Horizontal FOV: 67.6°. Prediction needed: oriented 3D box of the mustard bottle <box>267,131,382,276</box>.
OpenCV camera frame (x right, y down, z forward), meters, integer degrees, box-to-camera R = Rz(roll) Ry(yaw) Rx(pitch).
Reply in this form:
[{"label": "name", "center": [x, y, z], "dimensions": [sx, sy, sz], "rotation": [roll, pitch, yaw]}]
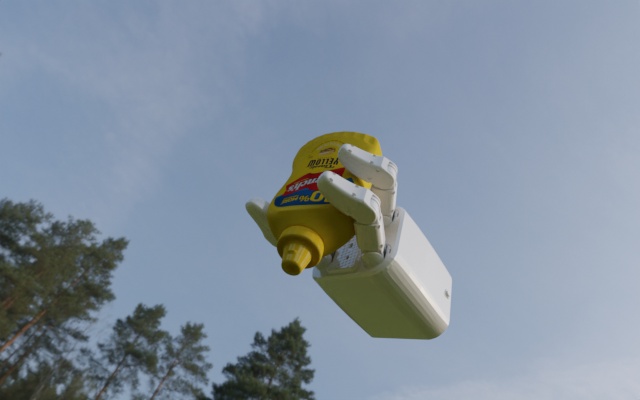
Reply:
[{"label": "mustard bottle", "center": [0.000, 0.001, 0.471], "dimensions": [0.096, 0.058, 0.191], "rotation": [-3, 35, 20]}]
